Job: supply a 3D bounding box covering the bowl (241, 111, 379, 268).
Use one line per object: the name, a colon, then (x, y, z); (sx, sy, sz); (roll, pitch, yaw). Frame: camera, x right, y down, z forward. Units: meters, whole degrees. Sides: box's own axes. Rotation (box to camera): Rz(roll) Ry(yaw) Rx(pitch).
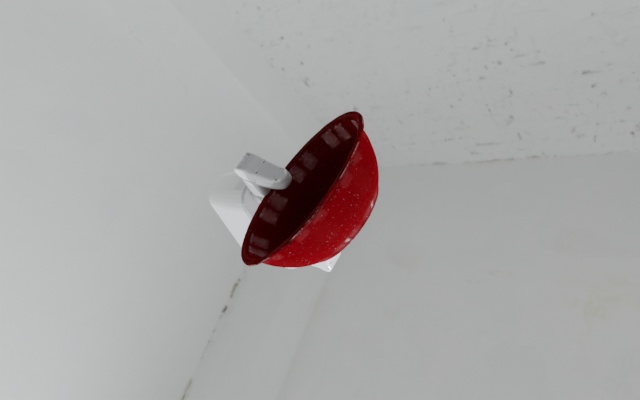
bowl: (0.001, 0.002, 0.419); (0.055, 0.162, 0.162); (37, -13, -18)
